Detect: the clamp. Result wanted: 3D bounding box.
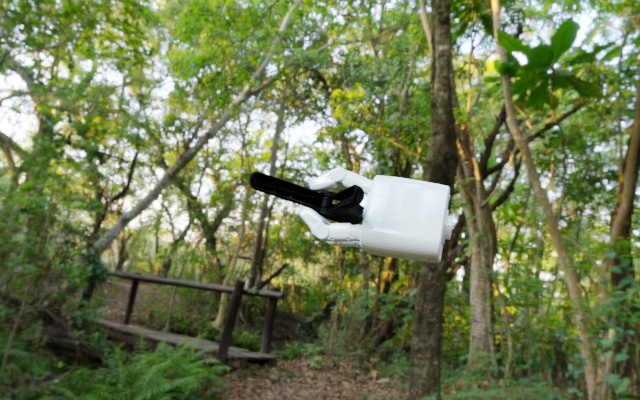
[{"bbox_3d":[0.001,0.002,0.705,0.164,0.036,0.210,11,-10,18],"label":"clamp"}]
